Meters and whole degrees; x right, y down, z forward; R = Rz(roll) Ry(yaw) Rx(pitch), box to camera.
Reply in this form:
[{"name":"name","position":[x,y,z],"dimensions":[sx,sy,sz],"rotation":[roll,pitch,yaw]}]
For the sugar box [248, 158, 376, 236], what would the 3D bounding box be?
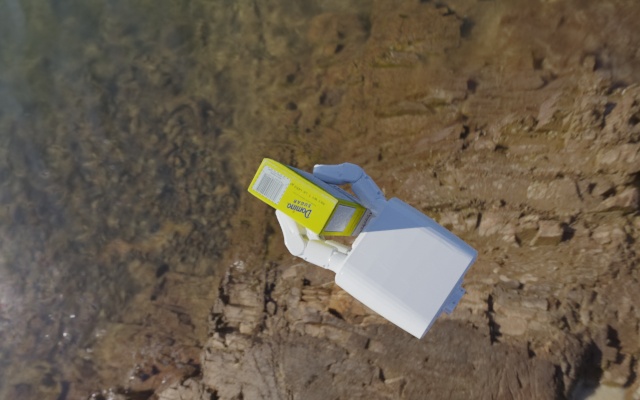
[{"name":"sugar box","position":[0.000,0.002,0.547],"dimensions":[0.093,0.048,0.176],"rotation":[32,4,20]}]
